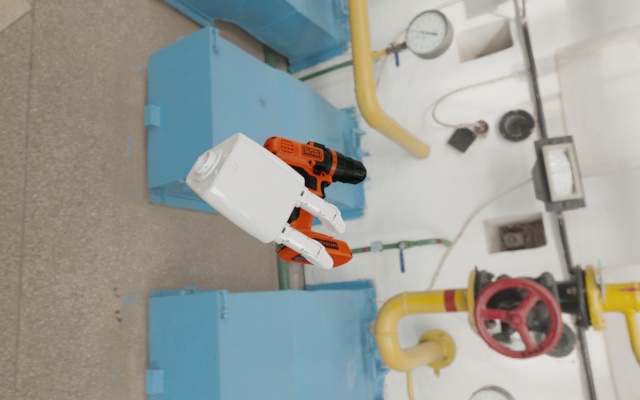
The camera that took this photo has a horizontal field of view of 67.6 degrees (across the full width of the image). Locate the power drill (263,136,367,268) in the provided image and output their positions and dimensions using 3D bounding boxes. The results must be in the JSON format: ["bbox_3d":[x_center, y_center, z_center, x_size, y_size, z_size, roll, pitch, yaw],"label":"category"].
[{"bbox_3d":[0.000,0.003,0.714,0.184,0.187,0.057,11,-31,-30],"label":"power drill"}]
